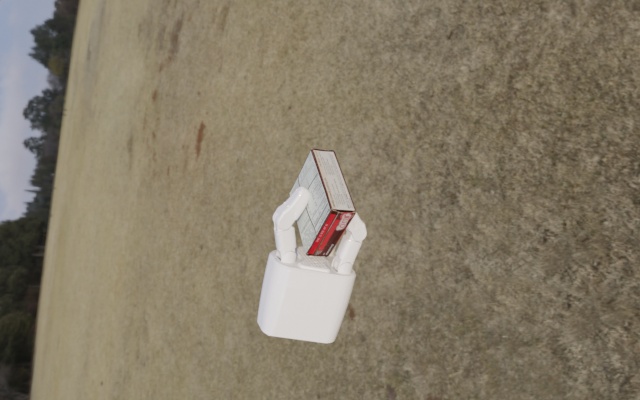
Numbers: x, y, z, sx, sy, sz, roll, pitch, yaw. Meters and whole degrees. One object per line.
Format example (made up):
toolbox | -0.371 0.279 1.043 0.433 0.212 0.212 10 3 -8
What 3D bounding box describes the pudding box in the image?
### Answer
pudding box | 0.000 0.002 0.614 0.039 0.113 0.090 5 -44 -27
